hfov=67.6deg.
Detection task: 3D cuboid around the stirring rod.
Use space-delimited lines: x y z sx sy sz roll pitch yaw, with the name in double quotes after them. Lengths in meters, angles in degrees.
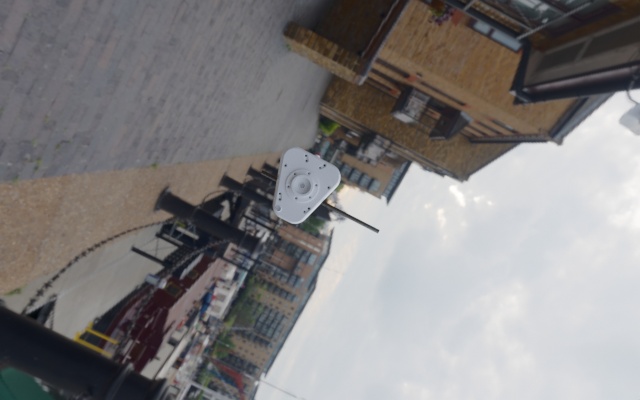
0.000 0.003 0.872 0.239 0.011 0.011 27 -2 -3 "stirring rod"
